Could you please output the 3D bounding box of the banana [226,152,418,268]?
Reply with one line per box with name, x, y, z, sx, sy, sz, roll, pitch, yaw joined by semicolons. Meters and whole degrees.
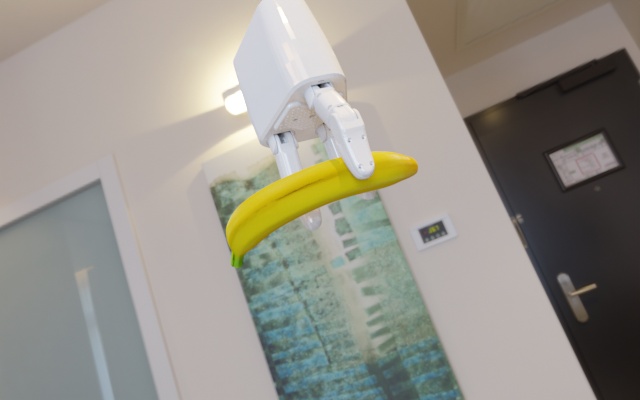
banana;-0.007;-0.003;0.423;0.198;0.037;0.070;-26;-24;4
